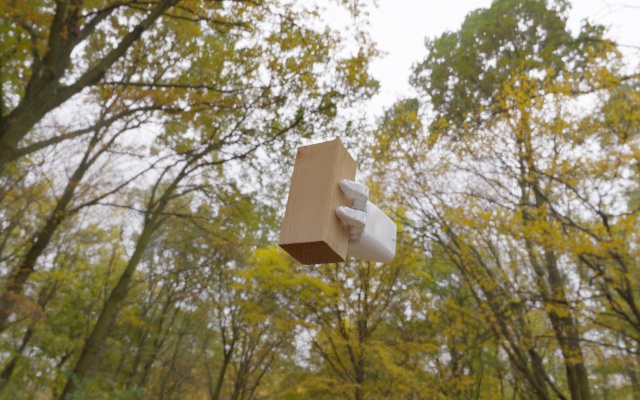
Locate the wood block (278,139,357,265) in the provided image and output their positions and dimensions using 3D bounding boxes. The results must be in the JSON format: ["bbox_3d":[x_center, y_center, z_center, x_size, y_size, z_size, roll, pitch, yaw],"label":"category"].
[{"bbox_3d":[0.000,0.003,0.866,0.091,0.206,0.090,-9,-34,28],"label":"wood block"}]
